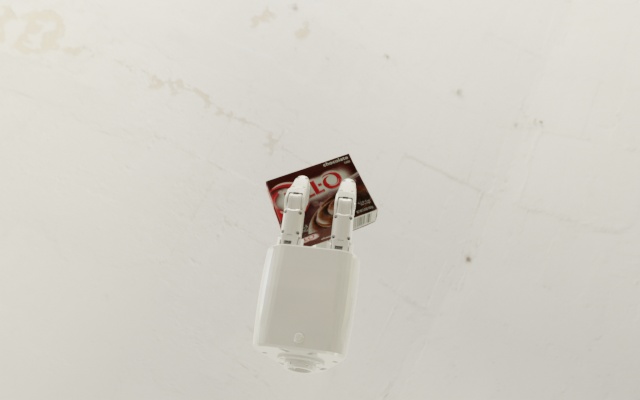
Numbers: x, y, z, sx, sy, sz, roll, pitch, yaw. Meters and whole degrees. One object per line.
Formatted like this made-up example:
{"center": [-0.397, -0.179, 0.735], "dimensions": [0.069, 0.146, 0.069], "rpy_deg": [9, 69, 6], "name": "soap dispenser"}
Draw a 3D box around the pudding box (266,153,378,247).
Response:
{"center": [0.000, 0.002, 0.577], "dimensions": [0.113, 0.090, 0.039], "rpy_deg": [-18, -31, -9], "name": "pudding box"}
